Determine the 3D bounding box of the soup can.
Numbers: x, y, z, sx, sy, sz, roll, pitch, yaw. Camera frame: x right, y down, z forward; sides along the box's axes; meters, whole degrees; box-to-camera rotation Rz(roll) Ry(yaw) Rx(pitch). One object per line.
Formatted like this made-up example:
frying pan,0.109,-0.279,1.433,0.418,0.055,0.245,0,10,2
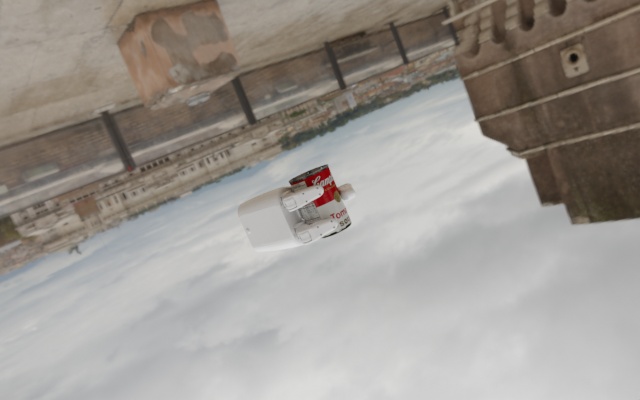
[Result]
soup can,0.001,0.003,0.755,0.068,0.102,0.068,-23,8,3
